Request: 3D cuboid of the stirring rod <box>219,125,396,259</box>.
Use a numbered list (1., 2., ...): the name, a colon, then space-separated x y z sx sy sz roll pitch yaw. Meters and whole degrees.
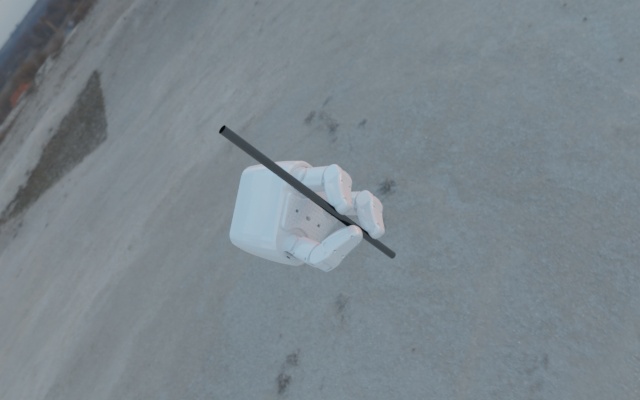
1. stirring rod: 0.000 0.002 0.452 0.011 0.011 0.240 0 -29 48
